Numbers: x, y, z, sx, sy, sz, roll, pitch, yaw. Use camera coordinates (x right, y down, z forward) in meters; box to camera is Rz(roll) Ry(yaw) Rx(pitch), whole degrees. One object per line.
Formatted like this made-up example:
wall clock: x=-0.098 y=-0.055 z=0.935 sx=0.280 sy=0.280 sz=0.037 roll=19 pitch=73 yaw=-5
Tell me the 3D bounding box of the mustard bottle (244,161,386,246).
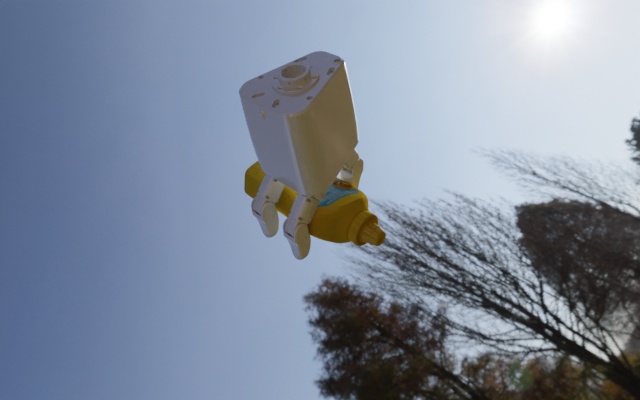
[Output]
mustard bottle: x=0.000 y=0.002 z=0.584 sx=0.191 sy=0.058 sz=0.096 roll=31 pitch=36 yaw=34
